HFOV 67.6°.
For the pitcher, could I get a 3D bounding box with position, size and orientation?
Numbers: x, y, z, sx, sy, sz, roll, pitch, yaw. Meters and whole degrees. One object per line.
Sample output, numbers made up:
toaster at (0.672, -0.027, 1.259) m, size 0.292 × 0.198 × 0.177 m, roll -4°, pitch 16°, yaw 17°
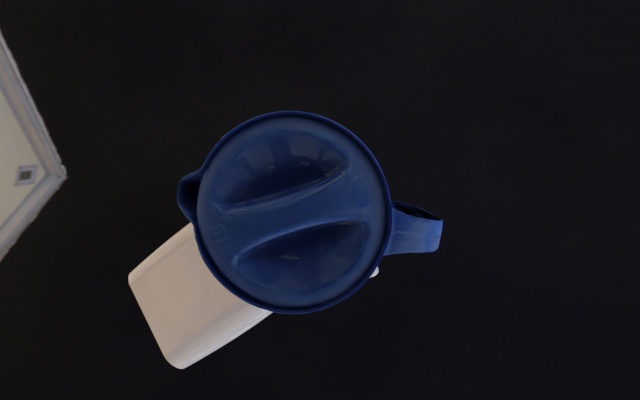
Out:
pitcher at (0.000, 0.001, 0.422) m, size 0.145 × 0.149 × 0.243 m, roll -37°, pitch 1°, yaw 8°
